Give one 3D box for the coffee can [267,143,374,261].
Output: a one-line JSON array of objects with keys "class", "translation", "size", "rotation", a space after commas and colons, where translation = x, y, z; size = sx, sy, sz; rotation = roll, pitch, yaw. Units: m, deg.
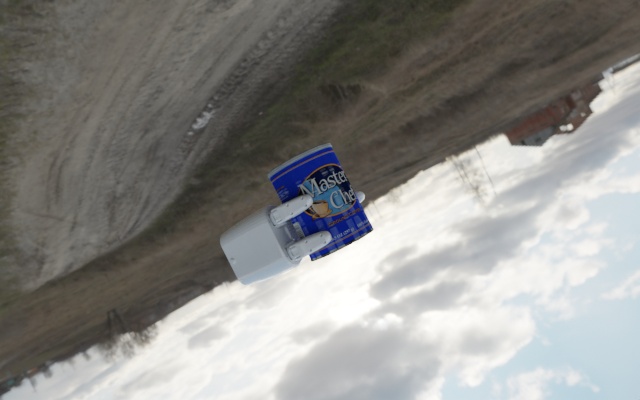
[{"class": "coffee can", "translation": [0.000, 0.002, 0.689], "size": [0.103, 0.140, 0.103], "rotation": [-27, -1, -1]}]
